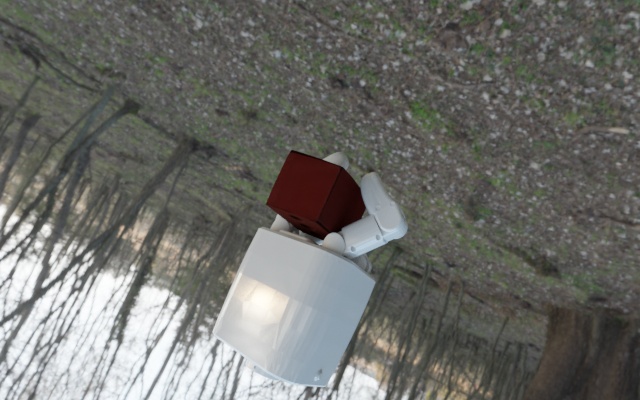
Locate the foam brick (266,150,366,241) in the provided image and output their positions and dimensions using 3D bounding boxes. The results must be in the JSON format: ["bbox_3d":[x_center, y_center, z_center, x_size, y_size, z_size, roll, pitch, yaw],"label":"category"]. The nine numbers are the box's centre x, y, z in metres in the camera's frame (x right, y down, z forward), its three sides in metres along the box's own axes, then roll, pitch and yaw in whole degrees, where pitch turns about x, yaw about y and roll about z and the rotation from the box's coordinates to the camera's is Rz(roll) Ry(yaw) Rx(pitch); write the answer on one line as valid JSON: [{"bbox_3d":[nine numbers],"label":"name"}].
[{"bbox_3d":[0.000,0.001,0.411,0.053,0.051,0.078,20,-12,29],"label":"foam brick"}]
